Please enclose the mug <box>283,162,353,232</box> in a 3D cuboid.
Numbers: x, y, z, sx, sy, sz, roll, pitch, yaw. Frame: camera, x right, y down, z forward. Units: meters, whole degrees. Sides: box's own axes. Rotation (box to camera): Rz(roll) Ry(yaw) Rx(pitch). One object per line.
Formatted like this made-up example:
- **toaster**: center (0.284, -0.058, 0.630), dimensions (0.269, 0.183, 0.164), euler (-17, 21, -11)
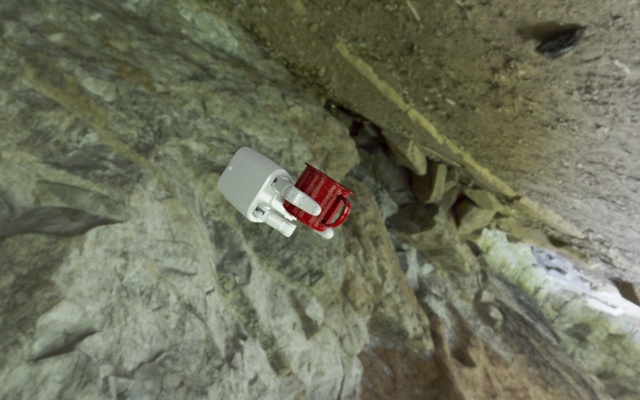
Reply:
- **mug**: center (0.001, 0.003, 0.761), dimensions (0.117, 0.081, 0.093), euler (36, 5, 39)
